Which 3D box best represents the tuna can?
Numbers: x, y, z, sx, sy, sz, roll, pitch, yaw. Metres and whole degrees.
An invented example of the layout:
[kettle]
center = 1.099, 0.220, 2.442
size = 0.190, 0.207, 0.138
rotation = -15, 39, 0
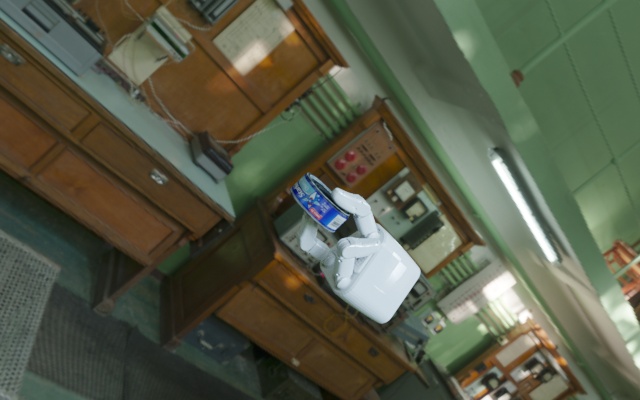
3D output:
[tuna can]
center = 0.000, 0.002, 0.657
size = 0.034, 0.086, 0.086
rotation = -45, -9, 9
